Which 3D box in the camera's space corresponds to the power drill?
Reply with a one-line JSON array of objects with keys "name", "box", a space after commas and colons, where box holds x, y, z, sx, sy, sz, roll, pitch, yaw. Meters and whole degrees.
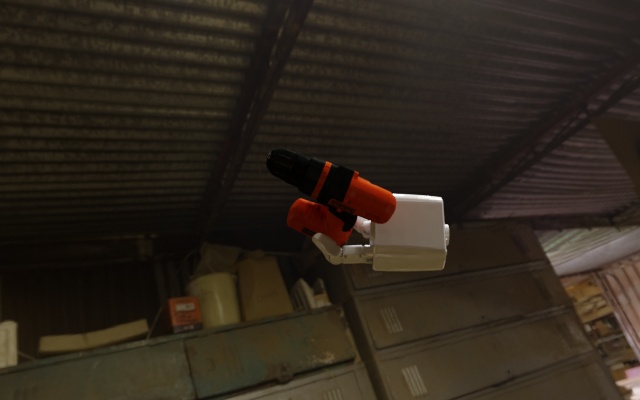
[{"name": "power drill", "box": [0.000, 0.003, 0.700, 0.184, 0.057, 0.188, 25, -21, -2]}]
